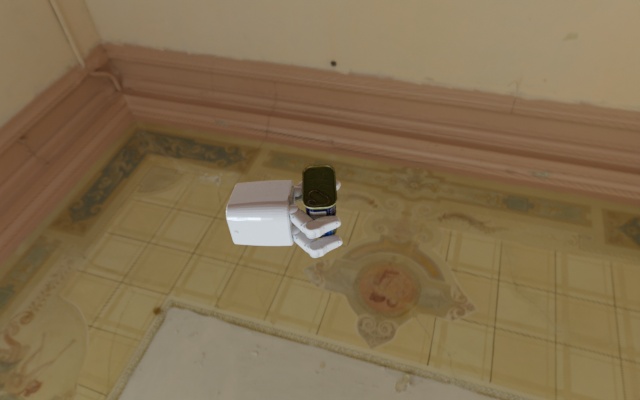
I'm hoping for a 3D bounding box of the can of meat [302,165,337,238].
[{"bbox_3d":[0.000,0.003,0.830,0.057,0.102,0.084,-4,-43,1],"label":"can of meat"}]
